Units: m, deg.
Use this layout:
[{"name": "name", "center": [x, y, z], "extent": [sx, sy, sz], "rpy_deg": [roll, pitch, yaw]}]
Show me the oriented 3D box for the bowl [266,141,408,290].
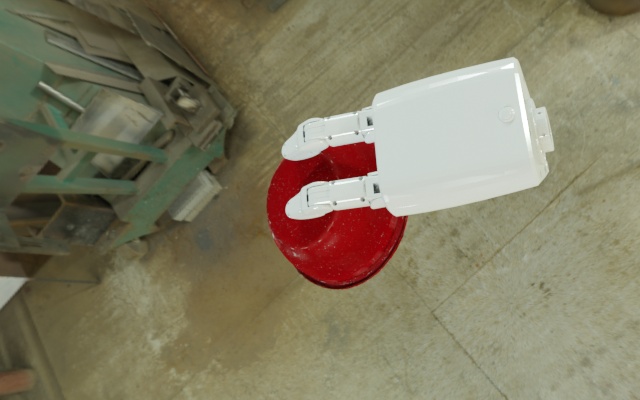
[{"name": "bowl", "center": [-0.001, 0.002, 0.447], "extent": [0.162, 0.162, 0.055], "rpy_deg": [0, -8, 41]}]
